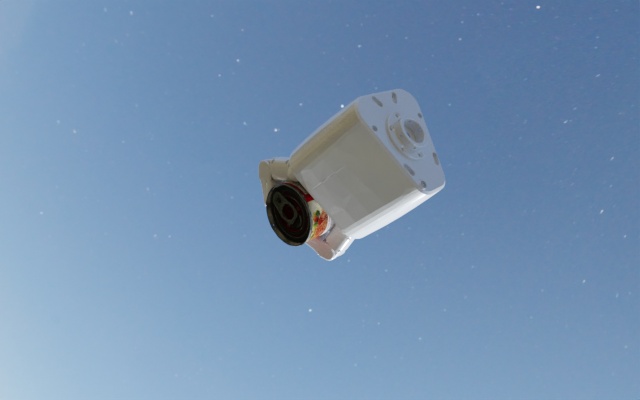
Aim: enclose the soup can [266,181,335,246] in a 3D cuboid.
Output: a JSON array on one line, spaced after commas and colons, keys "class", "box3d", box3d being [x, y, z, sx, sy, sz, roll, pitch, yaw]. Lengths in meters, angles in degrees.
[{"class": "soup can", "box3d": [0.000, 0.002, 0.528, 0.068, 0.068, 0.102, 0, 16, 45]}]
